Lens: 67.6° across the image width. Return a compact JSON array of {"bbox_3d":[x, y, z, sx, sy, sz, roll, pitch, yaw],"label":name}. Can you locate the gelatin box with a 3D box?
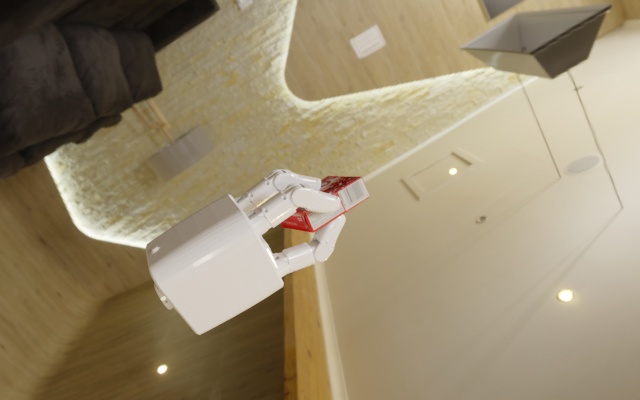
[{"bbox_3d":[0.001,0.002,0.556,0.089,0.030,0.073,-31,18,-25],"label":"gelatin box"}]
